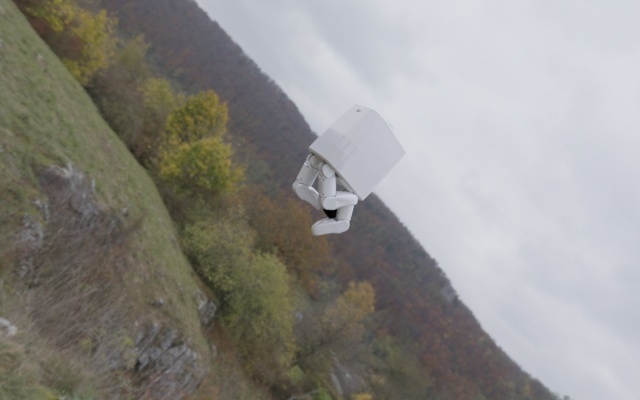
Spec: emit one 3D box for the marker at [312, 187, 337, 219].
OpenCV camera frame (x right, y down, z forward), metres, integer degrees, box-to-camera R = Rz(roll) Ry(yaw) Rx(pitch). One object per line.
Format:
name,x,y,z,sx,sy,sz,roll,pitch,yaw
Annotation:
marker,0.000,0.003,0.802,0.020,0.020,0.121,0,19,-21
